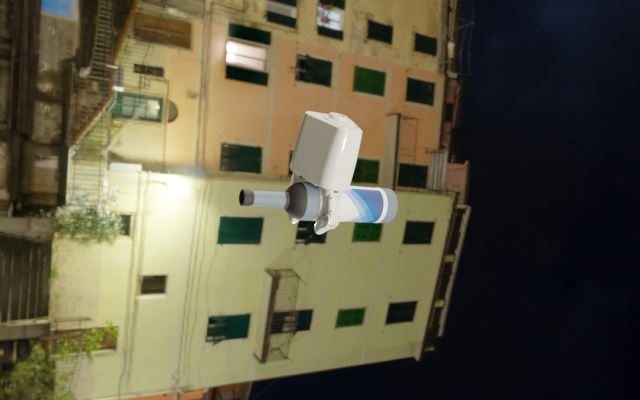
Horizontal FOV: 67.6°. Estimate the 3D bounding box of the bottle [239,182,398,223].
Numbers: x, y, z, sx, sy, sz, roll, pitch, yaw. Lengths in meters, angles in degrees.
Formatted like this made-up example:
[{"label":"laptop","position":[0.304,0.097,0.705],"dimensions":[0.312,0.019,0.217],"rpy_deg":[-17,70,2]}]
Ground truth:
[{"label":"bottle","position":[0.000,0.003,0.842],"dimensions":[0.296,0.069,0.069],"rpy_deg":[3,-2,-30]}]
